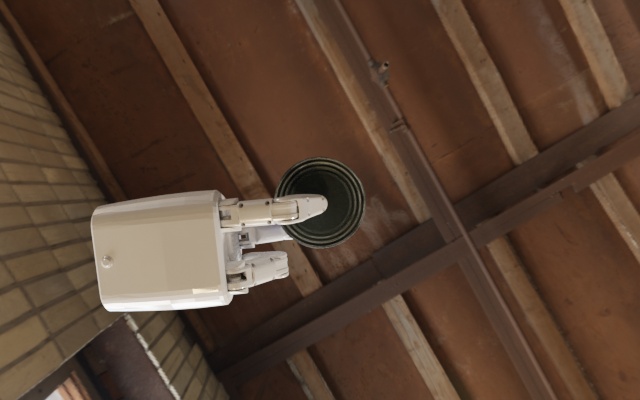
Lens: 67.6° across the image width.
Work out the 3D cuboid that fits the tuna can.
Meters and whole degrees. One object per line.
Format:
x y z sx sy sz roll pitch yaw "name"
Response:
0.000 0.001 0.461 0.086 0.086 0.034 0 2 2 "tuna can"
